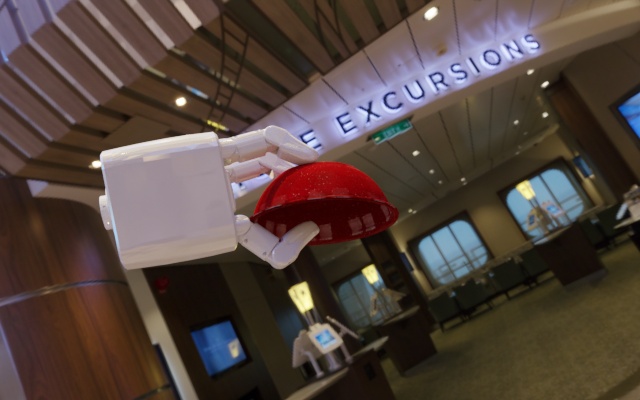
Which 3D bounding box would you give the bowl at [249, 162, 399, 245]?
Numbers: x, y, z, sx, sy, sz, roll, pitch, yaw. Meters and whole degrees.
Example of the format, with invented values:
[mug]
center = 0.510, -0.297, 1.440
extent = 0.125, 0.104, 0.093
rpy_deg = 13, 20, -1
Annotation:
[bowl]
center = 0.001, 0.001, 0.512
extent = 0.162, 0.055, 0.162
rpy_deg = -4, -20, -1
